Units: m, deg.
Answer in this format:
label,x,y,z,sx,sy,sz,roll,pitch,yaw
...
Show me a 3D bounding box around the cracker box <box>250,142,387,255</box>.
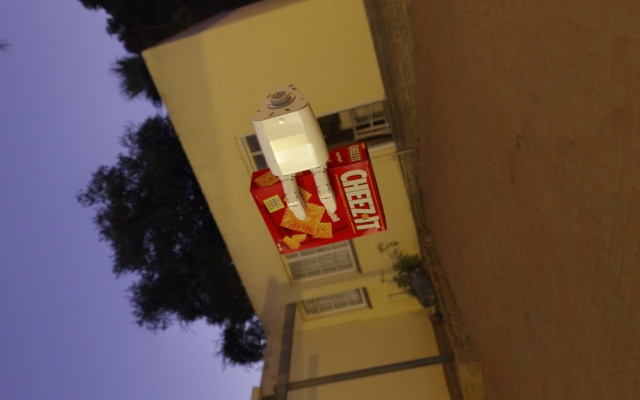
label,x,y,z,sx,sy,sz,roll,pitch,yaw
cracker box,0.000,0.003,0.871,0.214,0.164,0.072,-14,36,9
